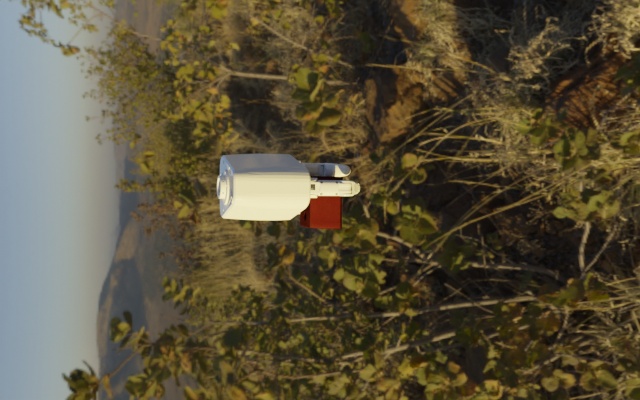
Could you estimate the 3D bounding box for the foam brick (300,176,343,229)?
[{"bbox_3d":[0.000,0.003,0.717,0.051,0.078,0.053,0,2,-20],"label":"foam brick"}]
